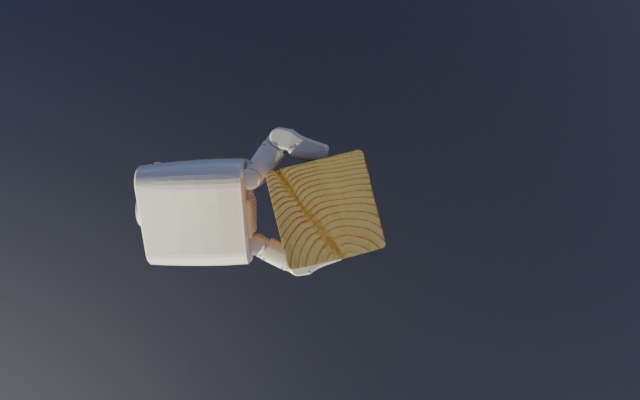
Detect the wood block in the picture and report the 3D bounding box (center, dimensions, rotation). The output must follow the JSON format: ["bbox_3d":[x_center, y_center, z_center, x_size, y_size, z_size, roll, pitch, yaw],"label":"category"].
[{"bbox_3d":[0.000,0.002,0.514,0.090,0.091,0.206,-14,5,-2],"label":"wood block"}]
